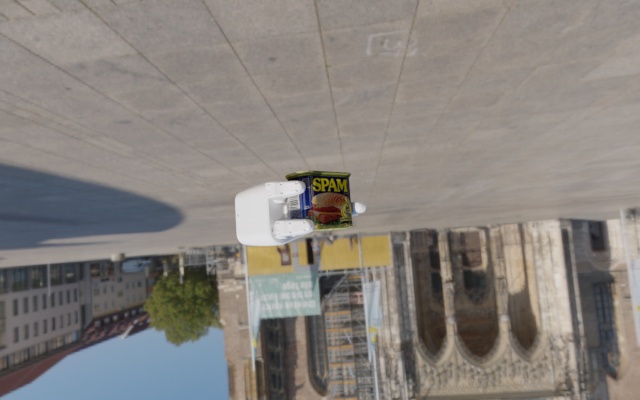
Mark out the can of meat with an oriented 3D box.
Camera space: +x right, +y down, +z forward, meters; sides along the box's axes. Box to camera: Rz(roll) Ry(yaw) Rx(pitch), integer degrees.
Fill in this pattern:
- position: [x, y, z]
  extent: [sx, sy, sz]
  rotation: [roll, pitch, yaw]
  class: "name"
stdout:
- position: [0.000, 0.003, 0.708]
  extent: [0.102, 0.084, 0.057]
  rotation: [0, -6, -42]
  class: "can of meat"
